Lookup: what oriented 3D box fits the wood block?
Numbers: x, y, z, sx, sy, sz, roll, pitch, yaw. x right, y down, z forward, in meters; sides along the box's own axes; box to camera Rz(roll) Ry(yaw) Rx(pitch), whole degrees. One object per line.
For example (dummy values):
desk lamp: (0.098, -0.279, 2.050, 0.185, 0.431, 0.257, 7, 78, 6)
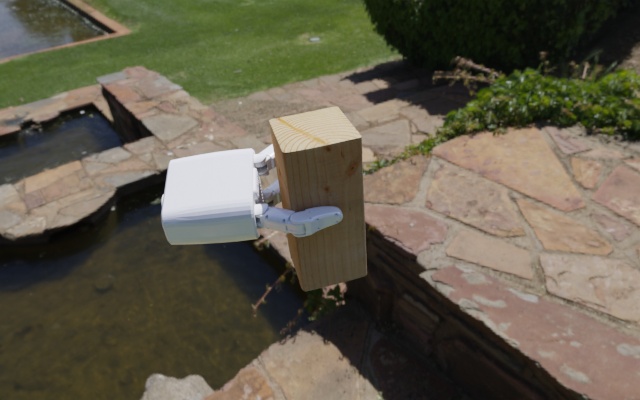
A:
wood block: (0.000, 0.002, 0.599, 0.090, 0.206, 0.090, -13, 36, -10)
